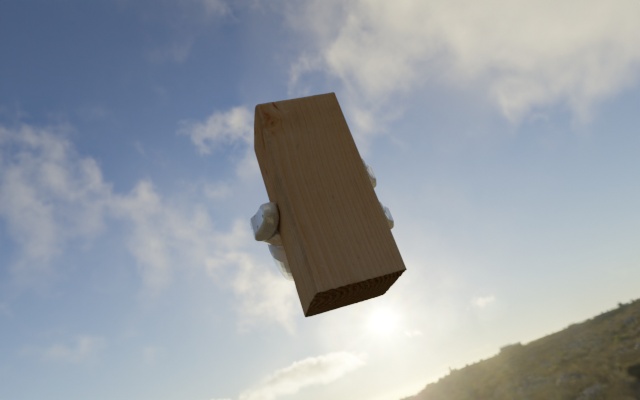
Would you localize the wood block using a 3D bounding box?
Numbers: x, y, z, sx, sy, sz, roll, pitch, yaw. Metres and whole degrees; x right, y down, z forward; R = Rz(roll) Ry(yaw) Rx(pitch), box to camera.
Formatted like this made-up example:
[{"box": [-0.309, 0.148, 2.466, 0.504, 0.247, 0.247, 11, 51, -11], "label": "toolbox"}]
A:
[{"box": [0.000, 0.002, 0.496, 0.091, 0.206, 0.090, -13, -24, -15], "label": "wood block"}]
